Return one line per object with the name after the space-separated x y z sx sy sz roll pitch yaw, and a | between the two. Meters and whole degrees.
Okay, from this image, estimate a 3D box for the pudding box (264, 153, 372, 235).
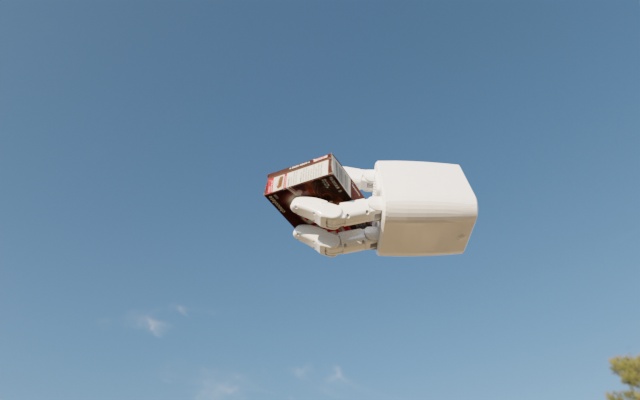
0.000 0.002 0.575 0.090 0.039 0.114 -17 -46 22 | pudding box
